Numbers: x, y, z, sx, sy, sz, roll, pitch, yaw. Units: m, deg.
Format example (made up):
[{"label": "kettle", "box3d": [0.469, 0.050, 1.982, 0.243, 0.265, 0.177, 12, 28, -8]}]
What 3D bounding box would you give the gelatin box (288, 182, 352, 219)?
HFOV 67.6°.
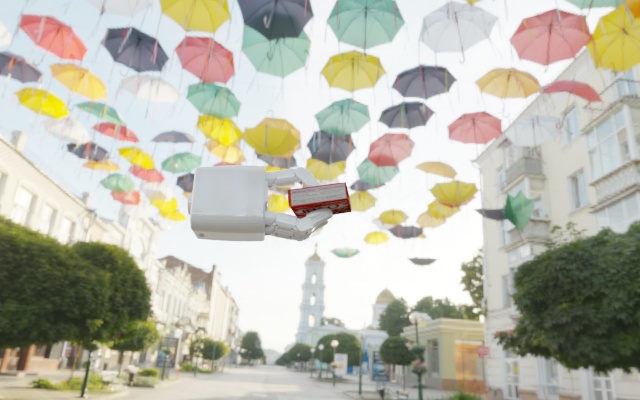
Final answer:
[{"label": "gelatin box", "box3d": [0.000, 0.002, 0.721, 0.089, 0.030, 0.073, -8, -18, 5]}]
